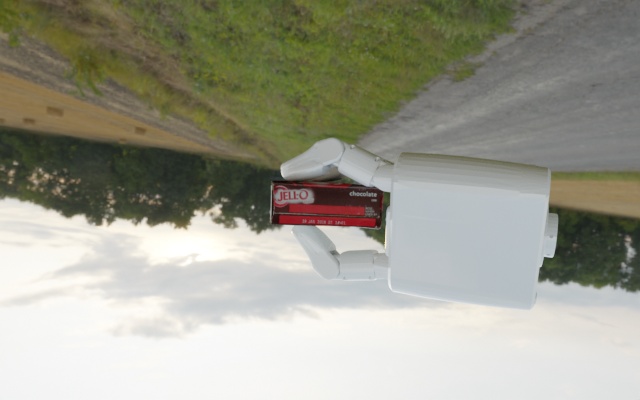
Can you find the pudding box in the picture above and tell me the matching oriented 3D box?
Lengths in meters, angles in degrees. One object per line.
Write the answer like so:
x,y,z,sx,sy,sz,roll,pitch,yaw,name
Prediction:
0.000,0.002,0.426,0.090,0.039,0.113,3,1,-6,pudding box
